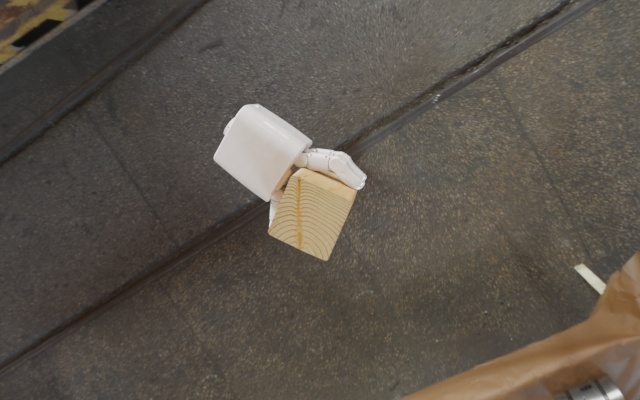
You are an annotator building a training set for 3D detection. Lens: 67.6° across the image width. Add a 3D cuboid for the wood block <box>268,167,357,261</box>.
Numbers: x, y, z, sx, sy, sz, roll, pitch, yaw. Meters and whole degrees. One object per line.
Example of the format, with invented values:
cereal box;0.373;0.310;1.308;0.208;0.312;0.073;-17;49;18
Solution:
wood block;0.000;0.002;0.718;0.090;0.091;0.206;24;15;3
